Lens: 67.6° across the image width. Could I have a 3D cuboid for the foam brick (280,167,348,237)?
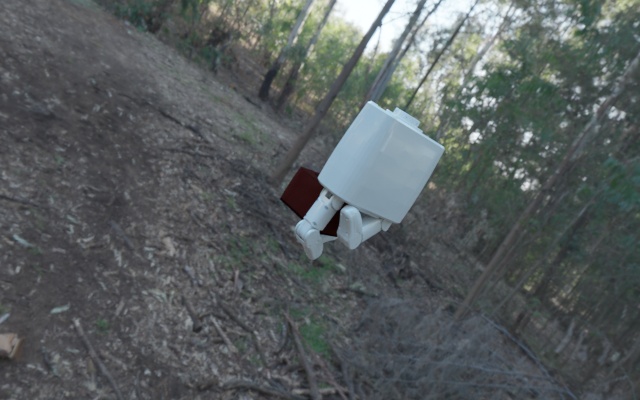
[{"bbox_3d":[0.000,0.002,0.592,0.078,0.051,0.053,41,16,35],"label":"foam brick"}]
